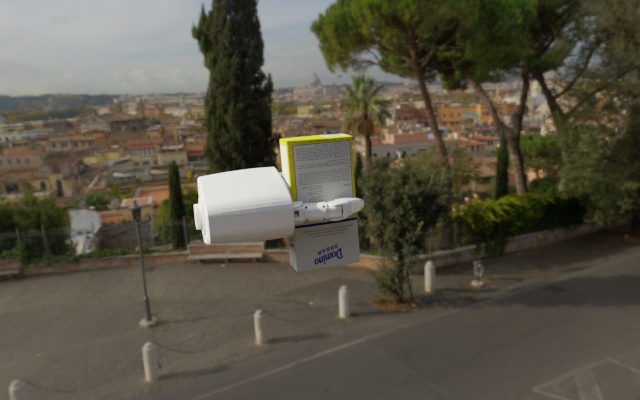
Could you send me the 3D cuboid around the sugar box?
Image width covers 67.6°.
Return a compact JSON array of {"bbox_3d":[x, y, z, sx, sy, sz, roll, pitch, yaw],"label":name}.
[{"bbox_3d":[0.000,0.002,0.644,0.093,0.176,0.048,-7,14,-17],"label":"sugar box"}]
